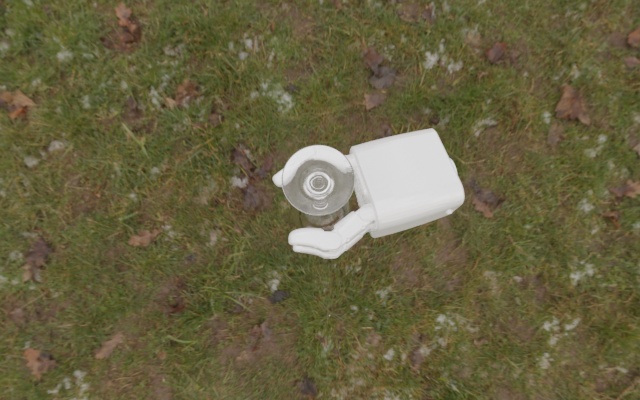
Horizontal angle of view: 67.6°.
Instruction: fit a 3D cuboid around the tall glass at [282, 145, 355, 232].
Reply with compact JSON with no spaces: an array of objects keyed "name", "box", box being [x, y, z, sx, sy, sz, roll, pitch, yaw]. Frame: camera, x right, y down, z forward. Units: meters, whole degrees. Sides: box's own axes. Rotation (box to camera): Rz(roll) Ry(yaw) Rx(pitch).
[{"name":"tall glass","box":[0.000,0.002,0.577,0.079,0.079,0.201,0,-14,1]}]
